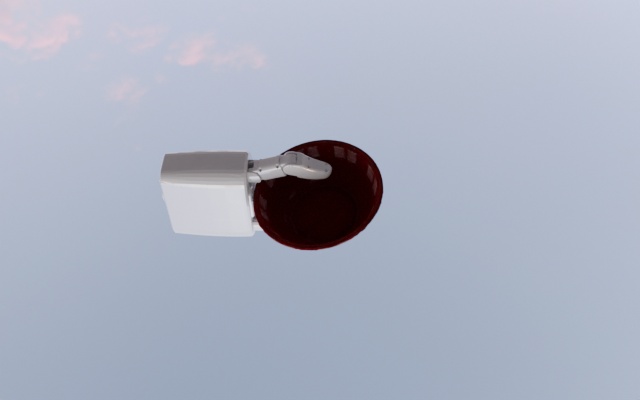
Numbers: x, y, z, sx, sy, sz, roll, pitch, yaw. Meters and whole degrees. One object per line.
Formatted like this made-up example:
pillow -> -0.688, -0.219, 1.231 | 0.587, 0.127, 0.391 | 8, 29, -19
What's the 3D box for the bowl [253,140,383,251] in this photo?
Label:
bowl -> 0.001, 0.002, 0.600 | 0.162, 0.162, 0.055 | 0, -33, 13
